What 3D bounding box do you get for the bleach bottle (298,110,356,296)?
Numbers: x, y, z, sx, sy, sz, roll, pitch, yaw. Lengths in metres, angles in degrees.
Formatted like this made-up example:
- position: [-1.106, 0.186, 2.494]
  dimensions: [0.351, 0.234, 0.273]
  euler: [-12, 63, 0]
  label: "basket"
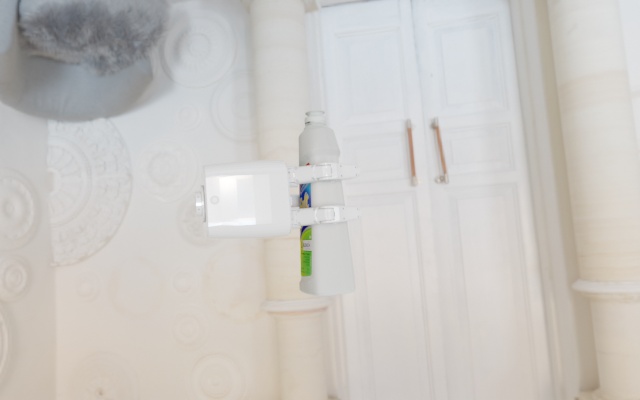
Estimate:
- position: [0.000, 0.002, 0.669]
  dimensions: [0.068, 0.251, 0.102]
  euler: [-3, -5, -16]
  label: "bleach bottle"
